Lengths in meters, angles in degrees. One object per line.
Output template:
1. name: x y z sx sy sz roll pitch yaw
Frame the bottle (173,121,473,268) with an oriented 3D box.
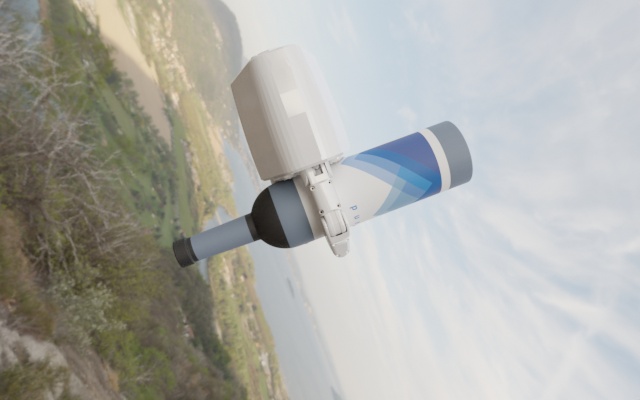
1. bottle: 0.000 0.002 0.472 0.295 0.069 0.069 -20 2 -4
